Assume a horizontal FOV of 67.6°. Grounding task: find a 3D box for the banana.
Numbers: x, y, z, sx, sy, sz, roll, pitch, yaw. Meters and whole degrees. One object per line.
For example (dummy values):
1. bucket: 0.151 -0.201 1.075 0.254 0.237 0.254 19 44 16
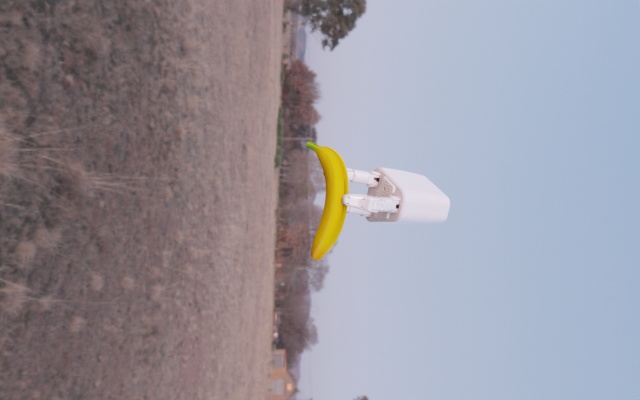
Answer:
1. banana: 0.015 -0.003 0.772 0.069 0.197 0.037 -9 -12 37
